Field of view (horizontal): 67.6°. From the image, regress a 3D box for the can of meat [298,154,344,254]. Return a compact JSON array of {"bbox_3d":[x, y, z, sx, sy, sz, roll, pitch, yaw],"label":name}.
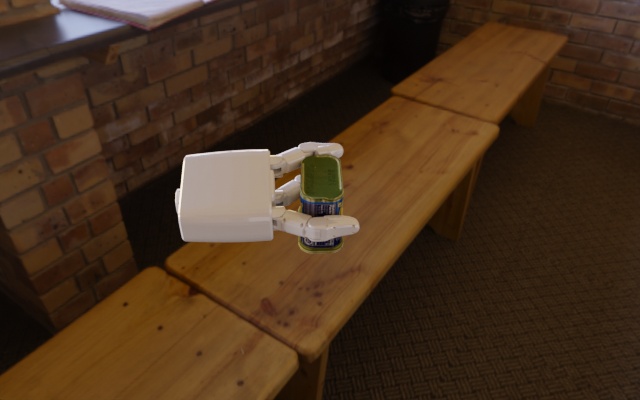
[{"bbox_3d":[0.000,0.002,0.604,0.057,0.084,0.102,0,37,-2],"label":"can of meat"}]
